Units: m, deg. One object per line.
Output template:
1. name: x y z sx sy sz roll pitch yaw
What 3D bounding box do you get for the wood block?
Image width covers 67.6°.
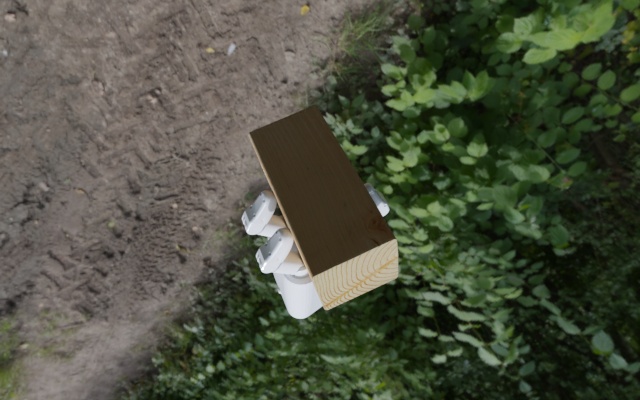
1. wood block: 0.000 0.002 0.539 0.091 0.206 0.090 -24 -34 -5
